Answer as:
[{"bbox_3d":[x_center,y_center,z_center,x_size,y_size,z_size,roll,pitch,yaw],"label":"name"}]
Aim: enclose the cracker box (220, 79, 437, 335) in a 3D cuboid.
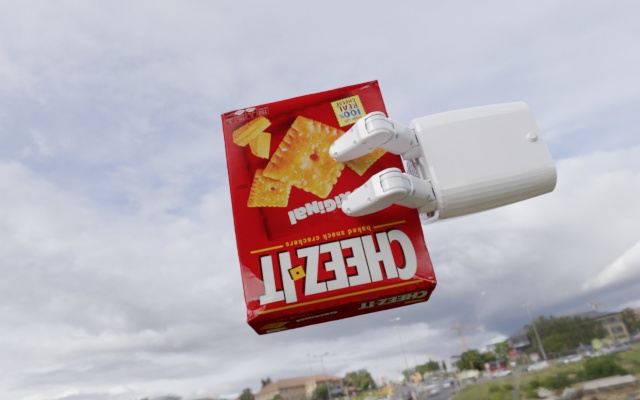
[{"bbox_3d":[0.000,0.001,0.455,0.164,0.213,0.072,-12,-24,-1],"label":"cracker box"}]
